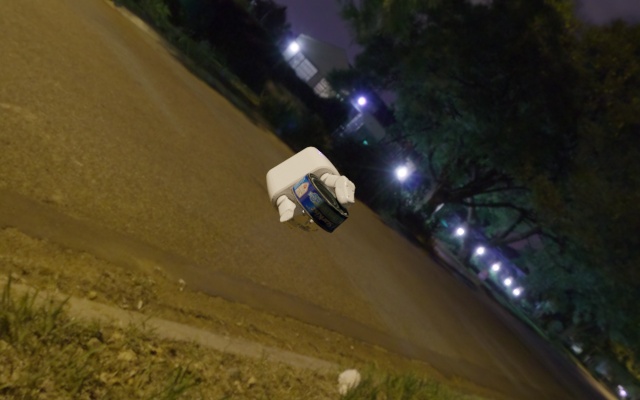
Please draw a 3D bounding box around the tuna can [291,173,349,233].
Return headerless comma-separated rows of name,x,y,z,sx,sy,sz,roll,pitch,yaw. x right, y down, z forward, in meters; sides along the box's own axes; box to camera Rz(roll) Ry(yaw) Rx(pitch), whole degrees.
tuna can,0.001,0.002,0.667,0.034,0.086,0.086,-42,-10,11
